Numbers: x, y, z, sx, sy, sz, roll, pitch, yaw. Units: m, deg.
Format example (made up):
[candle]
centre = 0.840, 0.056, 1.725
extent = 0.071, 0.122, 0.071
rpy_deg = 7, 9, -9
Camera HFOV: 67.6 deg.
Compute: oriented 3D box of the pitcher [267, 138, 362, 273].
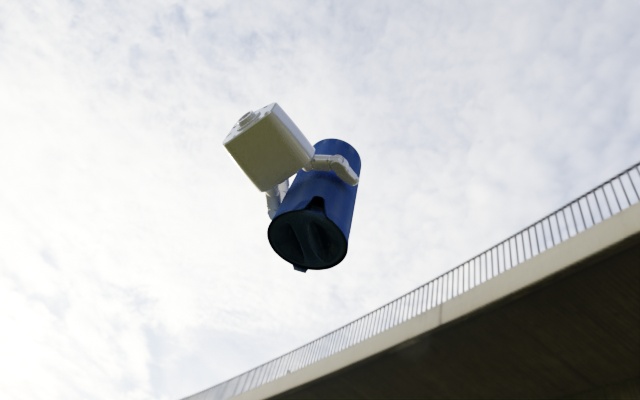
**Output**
[pitcher]
centre = 0.000, 0.003, 0.851
extent = 0.149, 0.145, 0.242
rpy_deg = -22, 29, 30
